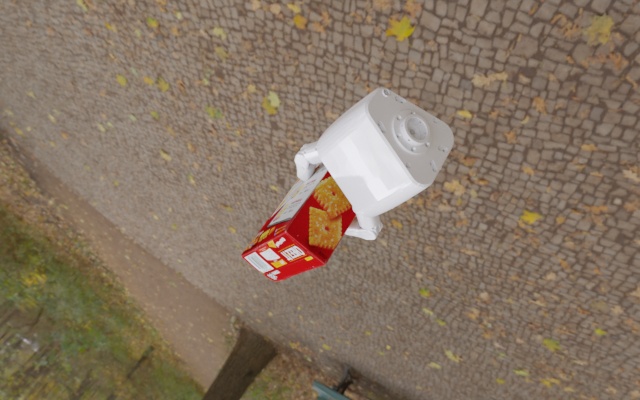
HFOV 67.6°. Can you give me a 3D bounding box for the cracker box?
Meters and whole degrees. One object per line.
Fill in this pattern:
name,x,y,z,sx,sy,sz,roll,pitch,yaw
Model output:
cracker box,0.000,0.002,0.657,0.072,0.213,0.164,41,-31,-10
